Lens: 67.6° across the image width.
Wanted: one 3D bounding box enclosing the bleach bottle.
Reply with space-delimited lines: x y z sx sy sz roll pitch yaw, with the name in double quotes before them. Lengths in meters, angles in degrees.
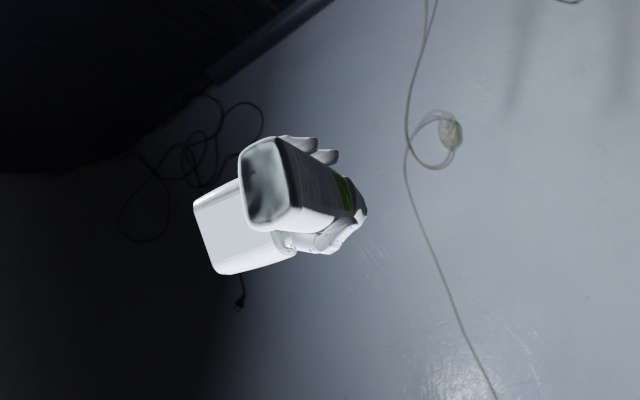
"bleach bottle" 0.000 0.002 0.603 0.068 0.102 0.251 -21 -20 24
